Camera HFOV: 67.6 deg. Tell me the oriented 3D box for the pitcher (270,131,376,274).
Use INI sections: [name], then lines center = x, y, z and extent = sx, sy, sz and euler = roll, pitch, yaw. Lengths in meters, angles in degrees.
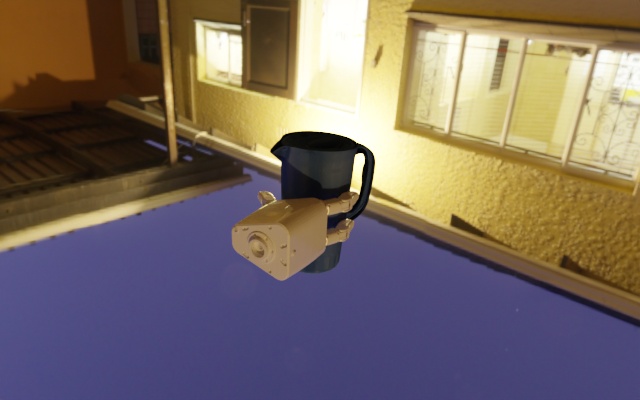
[pitcher]
center = 0.000, 0.003, 0.856
extent = 0.149, 0.243, 0.145
euler = 15, 25, 24
